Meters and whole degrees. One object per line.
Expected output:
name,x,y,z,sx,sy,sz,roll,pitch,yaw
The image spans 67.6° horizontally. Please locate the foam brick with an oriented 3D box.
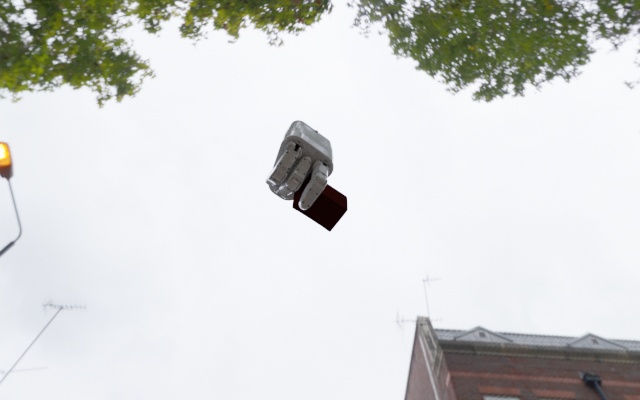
foam brick,0.000,0.003,0.786,0.078,0.053,0.051,34,22,-14
